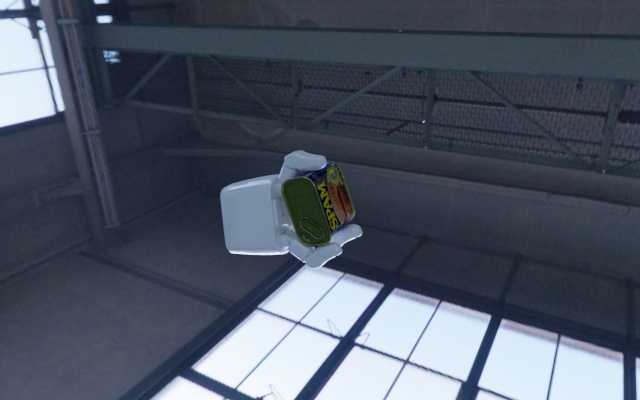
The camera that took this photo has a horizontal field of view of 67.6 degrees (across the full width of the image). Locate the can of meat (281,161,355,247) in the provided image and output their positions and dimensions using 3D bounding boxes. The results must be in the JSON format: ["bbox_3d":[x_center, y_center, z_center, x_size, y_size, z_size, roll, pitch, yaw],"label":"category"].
[{"bbox_3d":[0.000,0.002,0.683,0.057,0.102,0.084,-9,16,35],"label":"can of meat"}]
